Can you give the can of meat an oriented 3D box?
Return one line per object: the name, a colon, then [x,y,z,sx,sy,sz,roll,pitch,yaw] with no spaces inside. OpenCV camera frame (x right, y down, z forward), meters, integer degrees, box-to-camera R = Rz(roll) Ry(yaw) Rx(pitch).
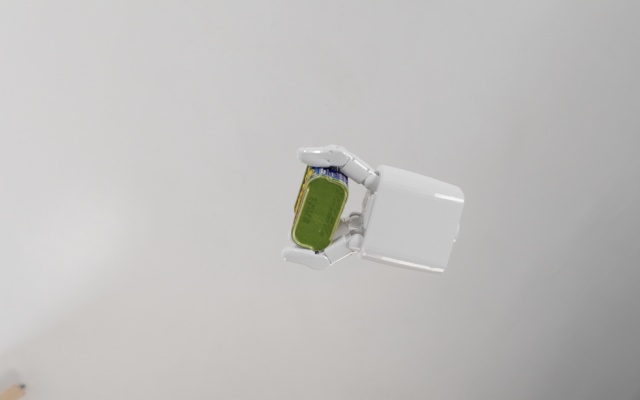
can of meat: [0.000,0.002,0.598,0.057,0.102,0.084,17,22,-5]
